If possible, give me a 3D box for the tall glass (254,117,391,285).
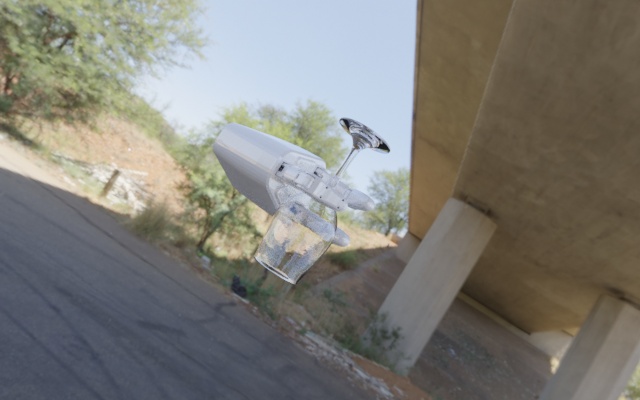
[{"bbox_3d":[0.001,0.001,0.580,0.079,0.201,0.079,33,-6,4],"label":"tall glass"}]
